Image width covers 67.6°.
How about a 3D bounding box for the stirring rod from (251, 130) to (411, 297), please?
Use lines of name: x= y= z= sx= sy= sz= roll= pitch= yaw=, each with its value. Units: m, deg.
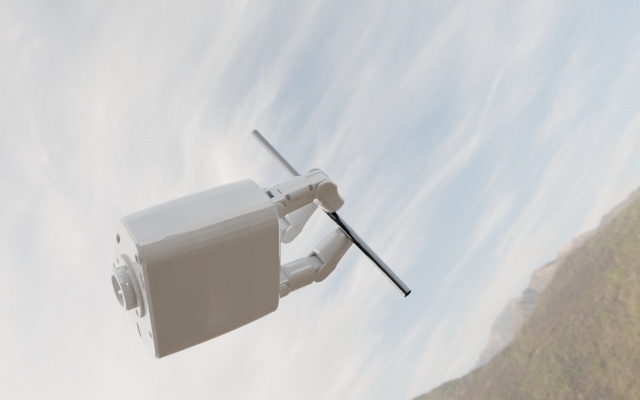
stirring rod: x=0.000 y=0.002 z=0.449 sx=0.011 sy=0.011 sz=0.239 roll=0 pitch=38 yaw=-48
